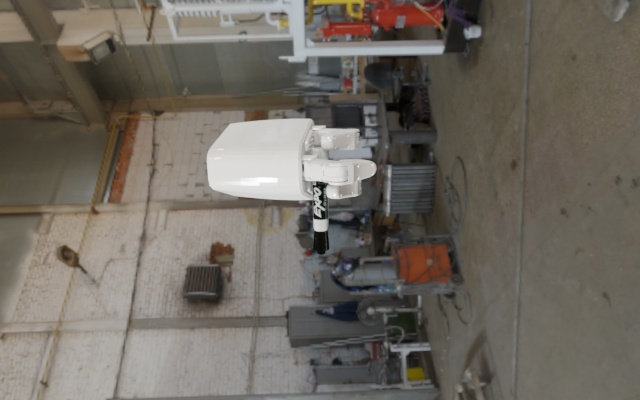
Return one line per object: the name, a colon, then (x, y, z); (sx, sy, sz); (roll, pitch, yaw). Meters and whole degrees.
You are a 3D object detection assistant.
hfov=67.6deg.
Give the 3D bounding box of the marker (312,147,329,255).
marker: (0.000, 0.002, 0.535); (0.020, 0.121, 0.020); (-1, 11, 0)
